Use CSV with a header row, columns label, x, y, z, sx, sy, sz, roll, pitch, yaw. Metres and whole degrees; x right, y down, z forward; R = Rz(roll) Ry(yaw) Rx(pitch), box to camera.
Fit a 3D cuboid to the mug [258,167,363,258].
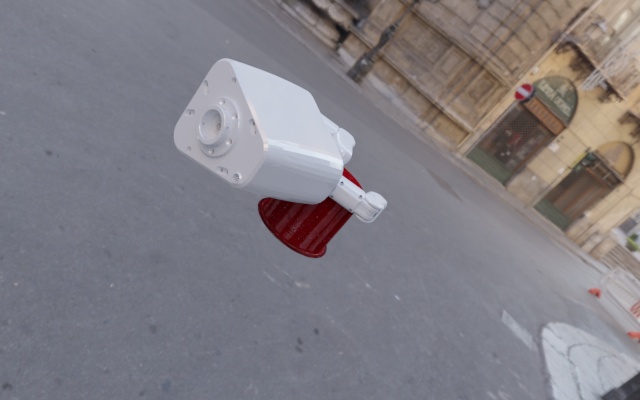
label,x,y,z,sx,sy,sz,roll,pitch,yaw
mug,0.001,0.002,0.525,0.093,0.081,0.117,51,23,27
